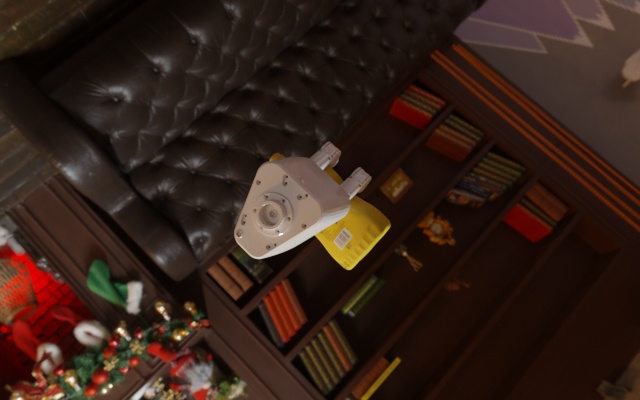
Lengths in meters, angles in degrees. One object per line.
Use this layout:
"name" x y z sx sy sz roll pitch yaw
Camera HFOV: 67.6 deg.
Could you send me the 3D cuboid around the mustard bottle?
"mustard bottle" 0.000 0.002 0.672 0.058 0.191 0.096 -35 -15 -49
